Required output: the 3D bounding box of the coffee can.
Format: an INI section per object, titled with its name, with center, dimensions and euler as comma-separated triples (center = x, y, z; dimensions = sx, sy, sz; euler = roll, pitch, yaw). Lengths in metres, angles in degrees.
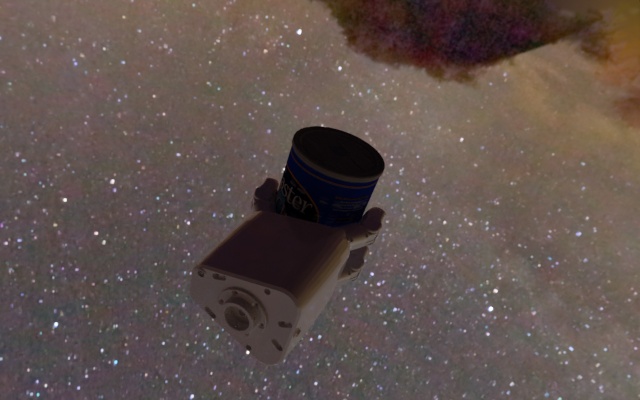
[coffee can]
center = 0.000, 0.002, 0.543
dimensions = 0.103, 0.140, 0.102
euler = 14, 32, -9
